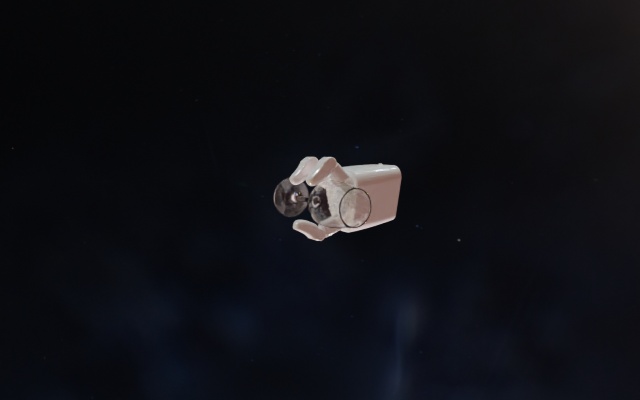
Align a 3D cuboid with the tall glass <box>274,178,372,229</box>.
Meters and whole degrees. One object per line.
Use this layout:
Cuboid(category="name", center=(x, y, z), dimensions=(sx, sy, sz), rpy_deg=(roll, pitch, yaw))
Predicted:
Cuboid(category="tall glass", center=(0.000, 0.003, 0.807), dimensions=(0.079, 0.079, 0.201), rpy_deg=(0, 5, -33))
